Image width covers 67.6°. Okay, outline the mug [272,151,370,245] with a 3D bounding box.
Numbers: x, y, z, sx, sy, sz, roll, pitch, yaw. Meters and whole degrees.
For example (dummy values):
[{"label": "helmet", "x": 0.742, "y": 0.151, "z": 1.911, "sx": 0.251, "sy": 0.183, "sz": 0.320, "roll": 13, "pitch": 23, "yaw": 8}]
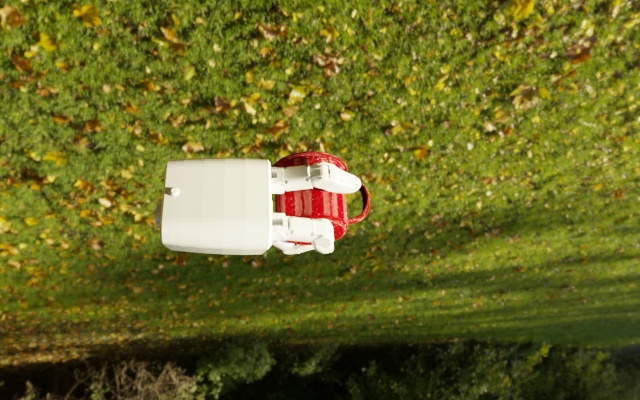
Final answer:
[{"label": "mug", "x": 0.002, "y": 0.002, "z": 0.558, "sx": 0.117, "sy": 0.081, "sz": 0.093, "roll": 1, "pitch": -26, "yaw": -10}]
